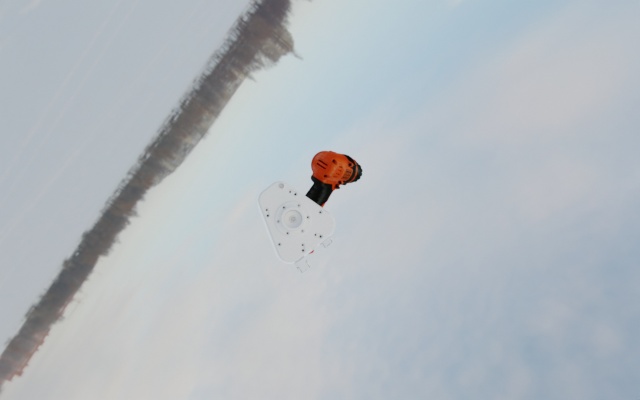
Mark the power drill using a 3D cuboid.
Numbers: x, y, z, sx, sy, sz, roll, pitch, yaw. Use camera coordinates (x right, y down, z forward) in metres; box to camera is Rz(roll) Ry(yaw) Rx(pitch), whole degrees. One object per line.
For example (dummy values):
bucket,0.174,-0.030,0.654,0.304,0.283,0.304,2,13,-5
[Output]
power drill,0.000,0.003,0.831,0.057,0.188,0.184,31,9,20
